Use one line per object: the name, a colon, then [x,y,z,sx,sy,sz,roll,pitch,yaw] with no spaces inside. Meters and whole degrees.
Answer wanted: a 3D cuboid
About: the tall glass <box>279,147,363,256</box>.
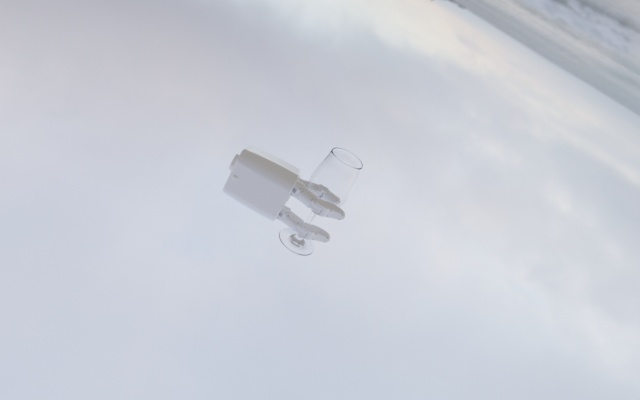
tall glass: [0.000,0.003,0.861,0.079,0.201,0.079,25,28,-14]
